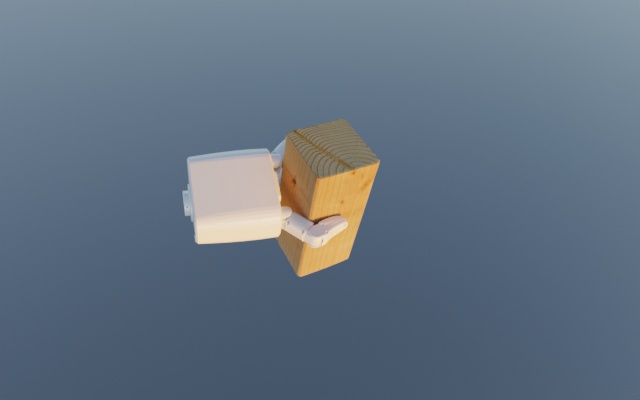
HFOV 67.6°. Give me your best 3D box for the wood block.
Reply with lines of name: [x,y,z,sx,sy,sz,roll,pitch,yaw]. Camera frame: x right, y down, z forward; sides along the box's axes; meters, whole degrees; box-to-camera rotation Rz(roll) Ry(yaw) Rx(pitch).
wood block: [0.000,0.002,0.663,0.090,0.090,0.206,-17,-36,-25]
